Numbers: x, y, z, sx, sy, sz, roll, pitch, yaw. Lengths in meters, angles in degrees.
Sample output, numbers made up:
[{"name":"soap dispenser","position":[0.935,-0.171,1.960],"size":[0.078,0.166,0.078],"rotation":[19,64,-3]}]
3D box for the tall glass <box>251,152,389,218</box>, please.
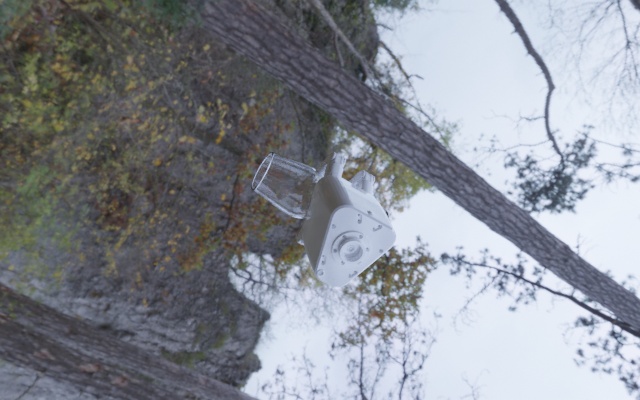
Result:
[{"name":"tall glass","position":[0.001,0.003,0.708],"size":[0.201,0.079,0.079],"rotation":[28,-10,-18]}]
